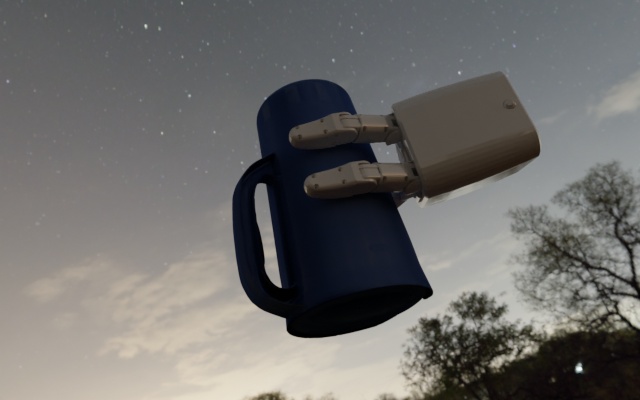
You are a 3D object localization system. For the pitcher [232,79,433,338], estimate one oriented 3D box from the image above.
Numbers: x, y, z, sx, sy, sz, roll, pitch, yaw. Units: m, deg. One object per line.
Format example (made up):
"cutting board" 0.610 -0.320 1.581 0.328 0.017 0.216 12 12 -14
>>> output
"pitcher" 0.000 0.001 0.466 0.145 0.242 0.149 -19 -28 7
